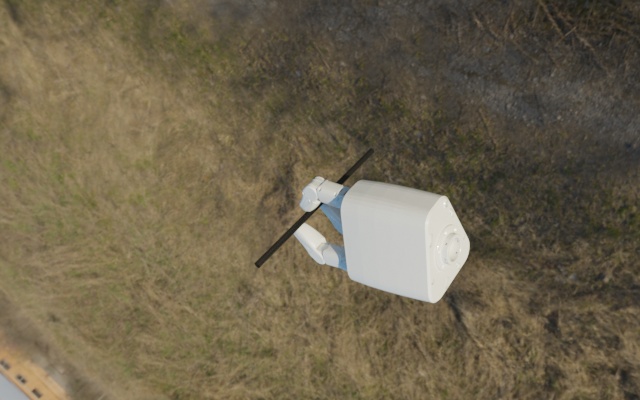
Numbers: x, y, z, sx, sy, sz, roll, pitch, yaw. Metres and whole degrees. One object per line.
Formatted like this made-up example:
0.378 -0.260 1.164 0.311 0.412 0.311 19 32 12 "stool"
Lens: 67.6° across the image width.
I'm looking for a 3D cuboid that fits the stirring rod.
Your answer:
0.000 0.002 0.606 0.011 0.011 0.239 0 37 48 "stirring rod"
